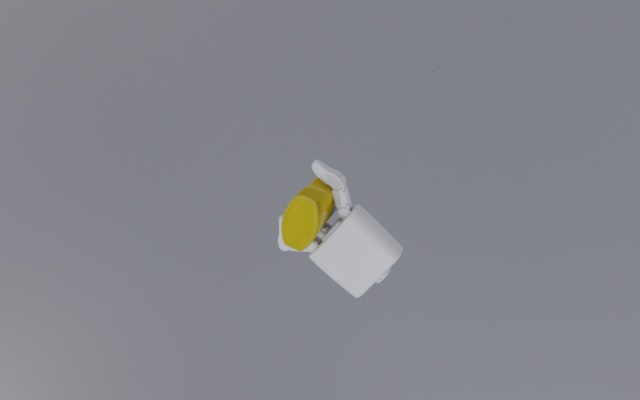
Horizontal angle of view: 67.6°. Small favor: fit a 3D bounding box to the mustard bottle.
[{"bbox_3d":[0.000,0.003,0.794,0.058,0.096,0.191,21,27,12],"label":"mustard bottle"}]
